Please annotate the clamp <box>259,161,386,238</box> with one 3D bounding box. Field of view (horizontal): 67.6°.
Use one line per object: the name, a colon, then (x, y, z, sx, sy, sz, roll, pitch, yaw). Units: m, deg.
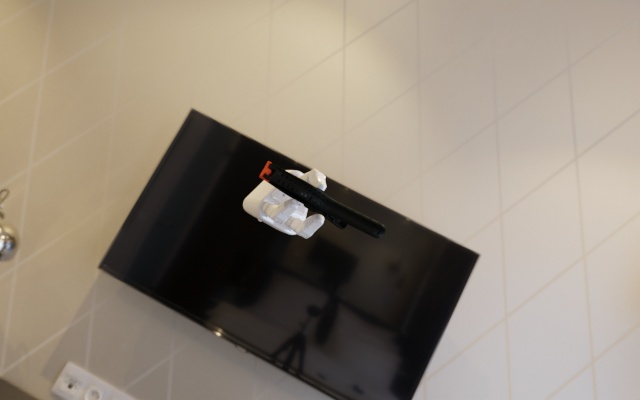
clamp: (0.000, 0.002, 0.778, 0.210, 0.036, 0.164, 32, -9, -25)
